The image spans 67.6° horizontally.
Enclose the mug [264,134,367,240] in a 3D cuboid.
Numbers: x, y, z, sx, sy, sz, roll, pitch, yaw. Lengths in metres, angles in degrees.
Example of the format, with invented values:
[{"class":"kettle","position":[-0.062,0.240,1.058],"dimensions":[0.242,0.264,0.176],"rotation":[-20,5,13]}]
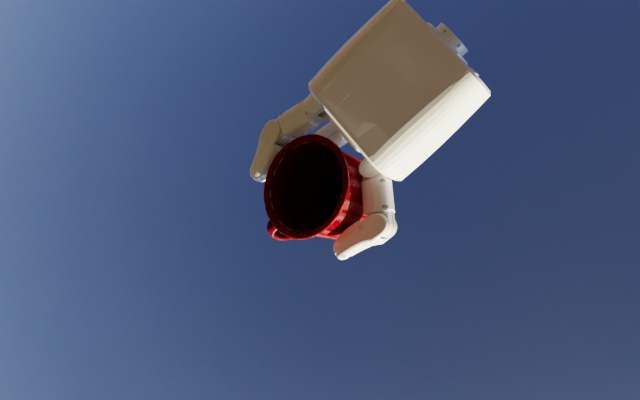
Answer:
[{"class":"mug","position":[-0.001,0.002,0.451],"dimensions":[0.117,0.093,0.081],"rotation":[-42,-31,22]}]
